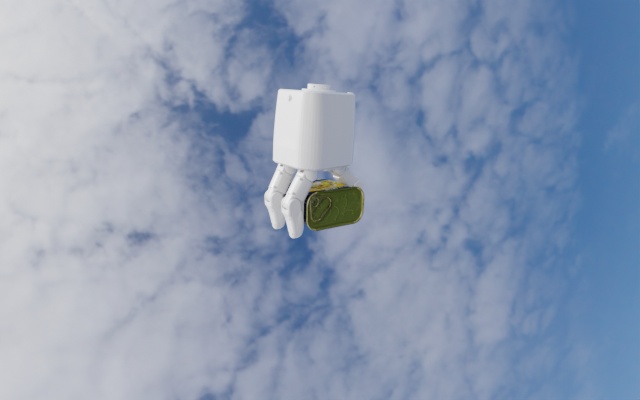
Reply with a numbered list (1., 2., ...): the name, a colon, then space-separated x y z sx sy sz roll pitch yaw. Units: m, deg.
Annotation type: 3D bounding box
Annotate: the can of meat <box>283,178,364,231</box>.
1. can of meat: 0.000 0.002 0.719 0.102 0.057 0.084 -9 18 -34
